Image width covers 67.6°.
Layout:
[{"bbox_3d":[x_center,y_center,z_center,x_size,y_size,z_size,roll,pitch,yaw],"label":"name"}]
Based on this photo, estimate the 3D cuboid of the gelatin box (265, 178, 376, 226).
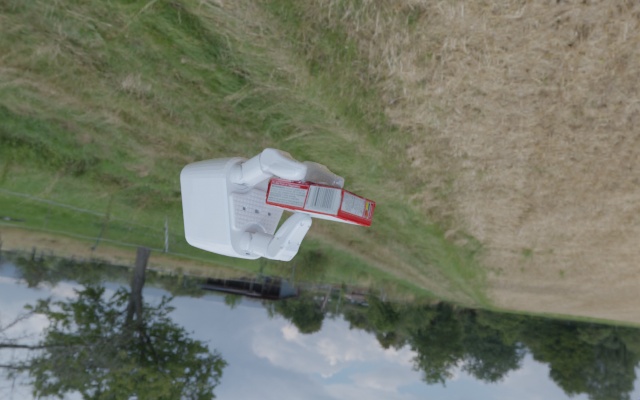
[{"bbox_3d":[0.000,0.002,0.488,0.089,0.030,0.073,9,-6,33],"label":"gelatin box"}]
